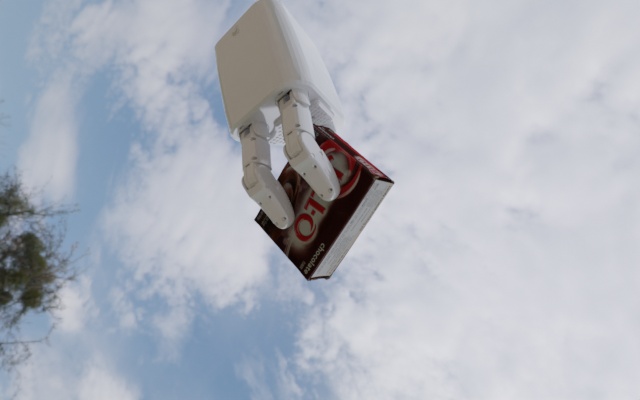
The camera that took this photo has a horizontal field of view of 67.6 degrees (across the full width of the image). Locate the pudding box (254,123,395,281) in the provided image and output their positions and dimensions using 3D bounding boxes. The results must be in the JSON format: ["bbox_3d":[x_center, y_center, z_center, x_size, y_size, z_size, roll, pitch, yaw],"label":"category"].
[{"bbox_3d":[0.000,0.001,0.432,0.039,0.113,0.090,7,30,-49],"label":"pudding box"}]
